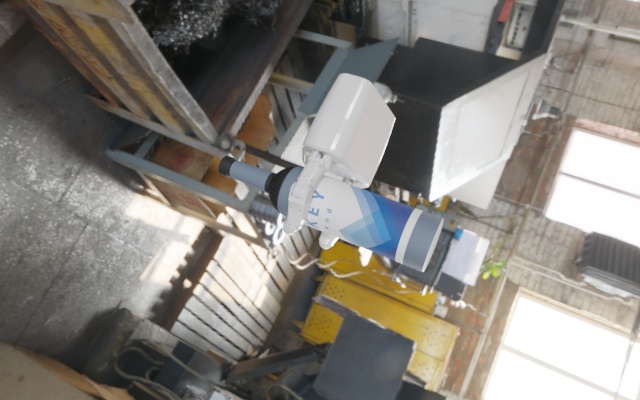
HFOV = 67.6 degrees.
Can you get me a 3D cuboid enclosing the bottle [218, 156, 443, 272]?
[{"bbox_3d":[0.000,0.002,0.597,0.295,0.069,0.069,21,7,19],"label":"bottle"}]
